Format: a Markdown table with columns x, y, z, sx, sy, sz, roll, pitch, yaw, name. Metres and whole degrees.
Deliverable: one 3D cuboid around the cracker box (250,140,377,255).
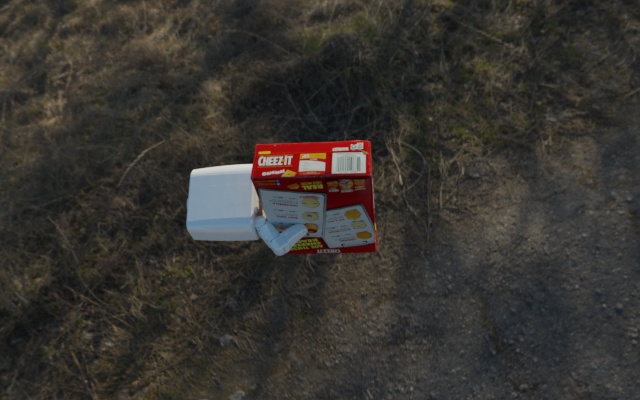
| x | y | z | sx | sy | sz | roll | pitch | yaw | name |
| --- | --- | --- | --- | --- | --- | --- | --- | --- | --- |
| 0.000 | 0.002 | 0.726 | 0.164 | 0.072 | 0.214 | -2 | -34 | 7 | cracker box |
